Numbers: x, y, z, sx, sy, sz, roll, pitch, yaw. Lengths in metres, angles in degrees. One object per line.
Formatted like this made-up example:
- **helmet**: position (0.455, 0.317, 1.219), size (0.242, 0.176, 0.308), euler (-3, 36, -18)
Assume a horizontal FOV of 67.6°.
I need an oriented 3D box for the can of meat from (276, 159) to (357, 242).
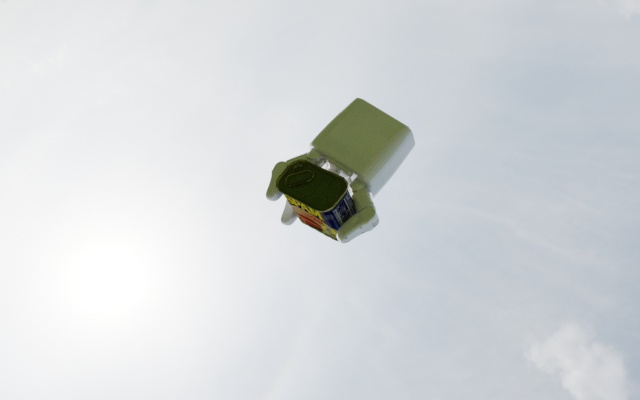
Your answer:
- **can of meat**: position (0.000, 0.002, 0.644), size (0.102, 0.057, 0.084), euler (27, -21, 35)
